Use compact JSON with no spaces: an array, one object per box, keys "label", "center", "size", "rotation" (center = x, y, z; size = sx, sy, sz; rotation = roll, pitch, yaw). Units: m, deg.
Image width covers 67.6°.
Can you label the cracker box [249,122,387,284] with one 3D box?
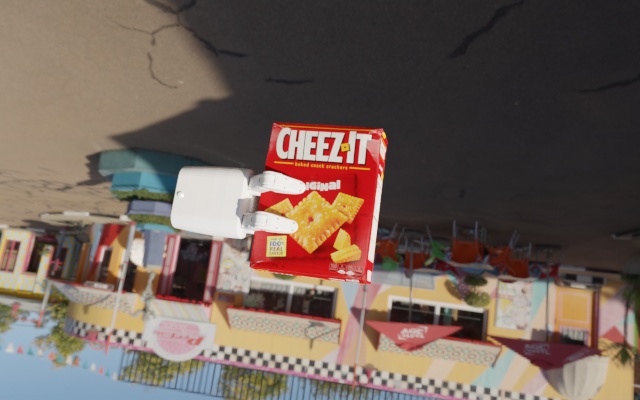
[{"label":"cracker box","center":[0.000,0.002,0.677],"size":[0.164,0.213,0.072],"rotation":[5,-11,13]}]
